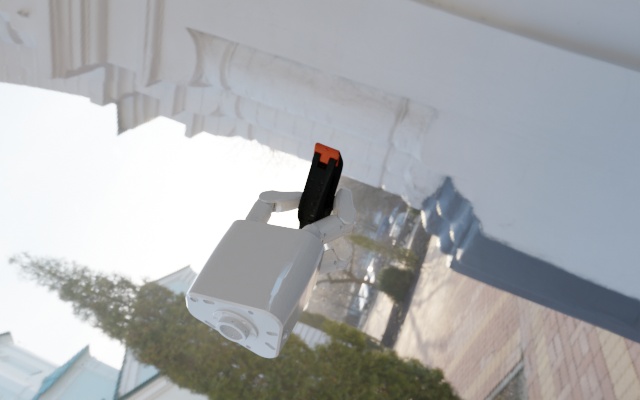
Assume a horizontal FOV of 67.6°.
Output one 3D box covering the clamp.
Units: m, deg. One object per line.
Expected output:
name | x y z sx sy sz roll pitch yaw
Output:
clamp | -0.001 0.001 0.588 0.036 0.210 0.164 20 47 8
